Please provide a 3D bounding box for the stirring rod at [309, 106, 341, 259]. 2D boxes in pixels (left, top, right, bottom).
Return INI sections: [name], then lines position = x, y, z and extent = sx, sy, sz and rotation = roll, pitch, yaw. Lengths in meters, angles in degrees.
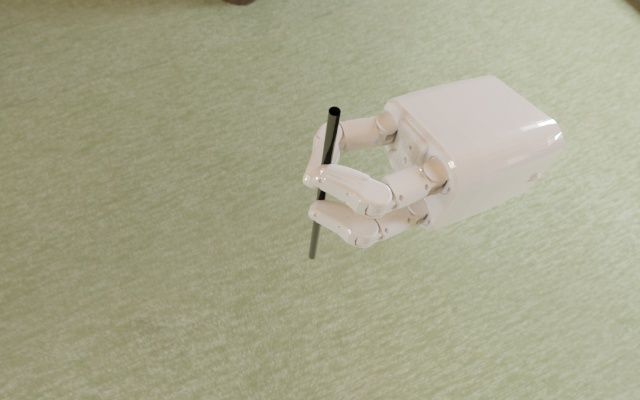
[stirring rod]
position = 0.000, 0.001, 0.410
extent = 0.011, 0.011, 0.240
rotation = 0, -29, -5
